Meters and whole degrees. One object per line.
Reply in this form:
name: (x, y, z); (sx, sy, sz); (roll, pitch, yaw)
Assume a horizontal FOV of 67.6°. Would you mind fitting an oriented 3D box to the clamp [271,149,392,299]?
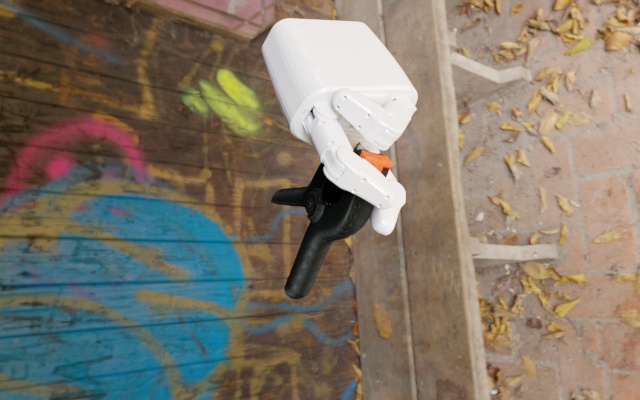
clamp: (0.000, 0.001, 0.447); (0.039, 0.120, 0.171); (5, -42, -38)
